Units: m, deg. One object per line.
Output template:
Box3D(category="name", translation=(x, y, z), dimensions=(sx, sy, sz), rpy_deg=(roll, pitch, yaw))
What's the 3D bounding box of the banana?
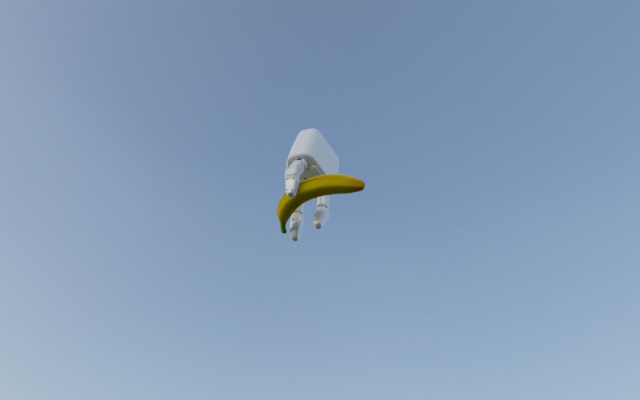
Box3D(category="banana", translation=(-0.014, -0.009, 0.877), dimensions=(0.198, 0.070, 0.037), rpy_deg=(-29, 24, 28))
